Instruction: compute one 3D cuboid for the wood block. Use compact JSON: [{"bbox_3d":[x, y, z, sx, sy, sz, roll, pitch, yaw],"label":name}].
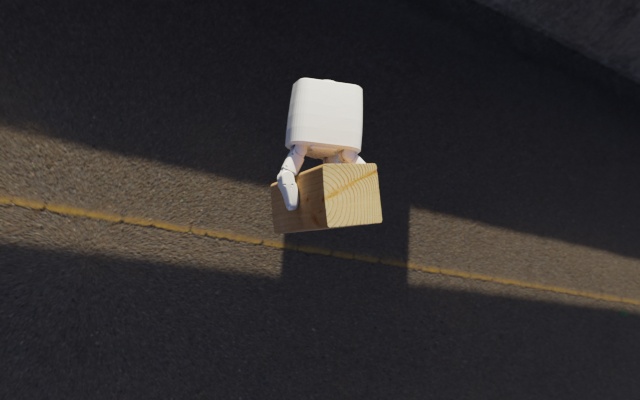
[{"bbox_3d":[0.000,0.002,0.761,0.091,0.090,0.206,-3,-5,-26],"label":"wood block"}]
